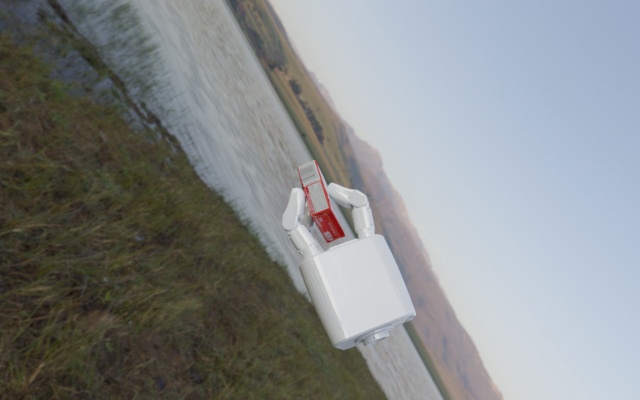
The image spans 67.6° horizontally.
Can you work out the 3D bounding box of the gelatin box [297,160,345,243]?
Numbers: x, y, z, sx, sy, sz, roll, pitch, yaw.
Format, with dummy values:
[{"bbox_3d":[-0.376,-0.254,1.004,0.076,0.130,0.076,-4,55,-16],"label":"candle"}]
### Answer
[{"bbox_3d":[0.000,0.002,0.644,0.030,0.089,0.073,-21,-36,5],"label":"gelatin box"}]
